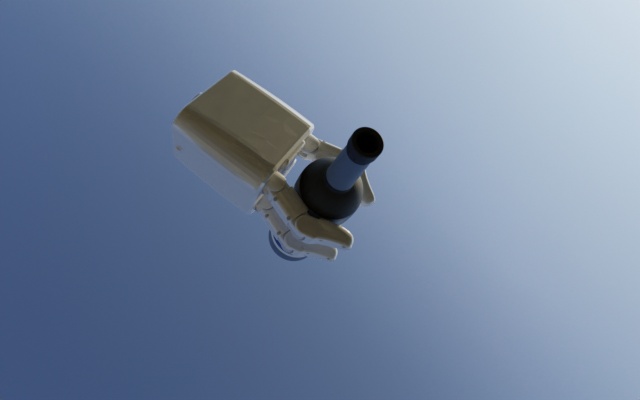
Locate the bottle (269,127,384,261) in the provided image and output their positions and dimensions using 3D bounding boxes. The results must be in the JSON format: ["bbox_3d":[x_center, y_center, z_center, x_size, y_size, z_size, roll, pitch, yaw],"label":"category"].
[{"bbox_3d":[0.000,0.002,0.506,0.069,0.069,0.296,0,-19,-15],"label":"bottle"}]
